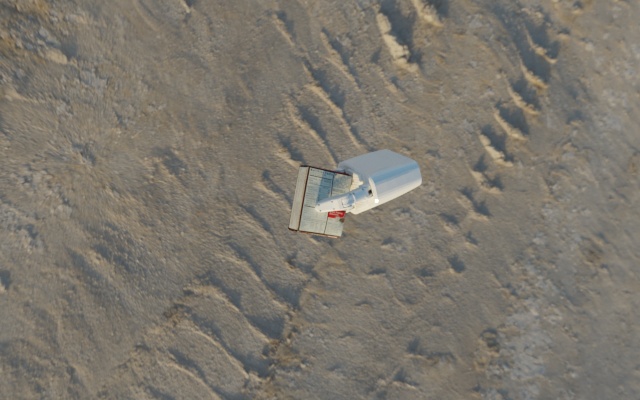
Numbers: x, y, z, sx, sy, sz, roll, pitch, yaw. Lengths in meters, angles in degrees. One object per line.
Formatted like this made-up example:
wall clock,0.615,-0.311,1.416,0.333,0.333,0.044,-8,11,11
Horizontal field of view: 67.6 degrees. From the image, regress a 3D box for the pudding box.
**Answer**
pudding box,0.000,0.003,0.809,0.090,0.113,0.039,11,-3,-30
